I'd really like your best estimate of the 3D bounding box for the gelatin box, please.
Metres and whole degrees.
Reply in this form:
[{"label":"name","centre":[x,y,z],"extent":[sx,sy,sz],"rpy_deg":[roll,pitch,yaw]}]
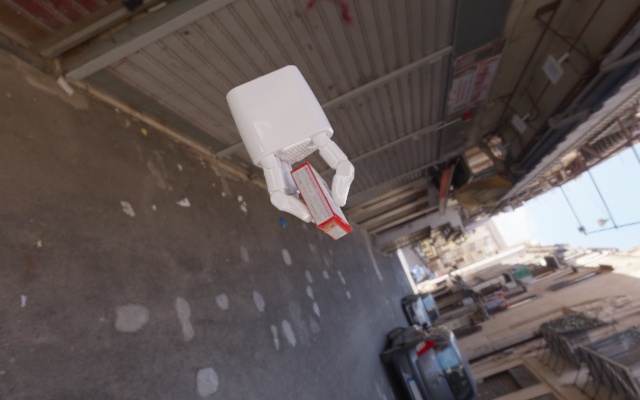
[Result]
[{"label":"gelatin box","centre":[0.001,0.002,0.623],"extent":[0.030,0.089,0.073],"rpy_deg":[-31,-24,7]}]
